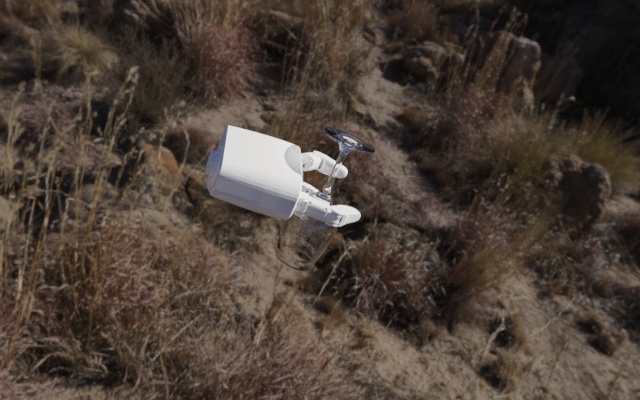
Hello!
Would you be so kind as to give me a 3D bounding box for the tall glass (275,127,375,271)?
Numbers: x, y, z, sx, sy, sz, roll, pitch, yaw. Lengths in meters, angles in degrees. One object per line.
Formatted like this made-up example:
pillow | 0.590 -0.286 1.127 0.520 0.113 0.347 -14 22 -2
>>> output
tall glass | 0.001 0.002 0.675 0.079 0.201 0.079 21 22 -9
